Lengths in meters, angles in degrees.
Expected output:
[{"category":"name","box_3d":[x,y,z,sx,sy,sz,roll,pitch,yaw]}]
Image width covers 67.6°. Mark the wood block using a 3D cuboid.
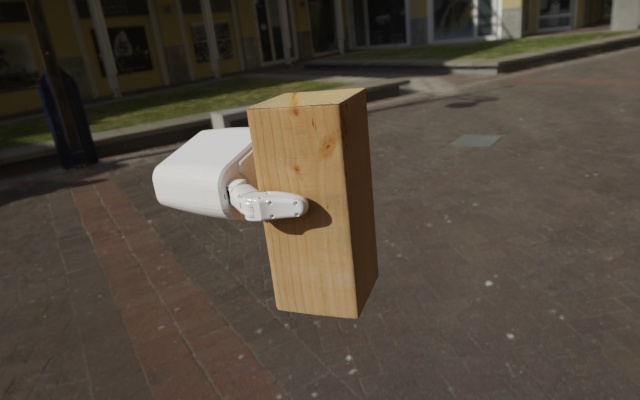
[{"category":"wood block","box_3d":[0.000,0.002,0.475,0.090,0.206,0.090,1,21,21]}]
